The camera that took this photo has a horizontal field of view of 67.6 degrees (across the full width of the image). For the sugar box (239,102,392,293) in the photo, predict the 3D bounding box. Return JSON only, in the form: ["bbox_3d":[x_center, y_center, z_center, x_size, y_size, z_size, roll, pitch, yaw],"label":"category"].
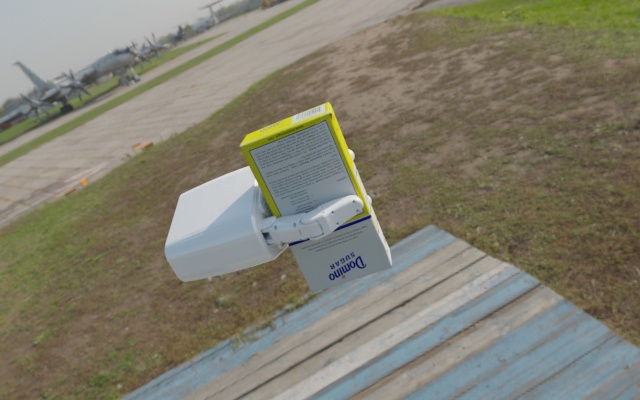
[{"bbox_3d":[0.000,0.001,0.484,0.093,0.176,0.048,-19,24,11],"label":"sugar box"}]
